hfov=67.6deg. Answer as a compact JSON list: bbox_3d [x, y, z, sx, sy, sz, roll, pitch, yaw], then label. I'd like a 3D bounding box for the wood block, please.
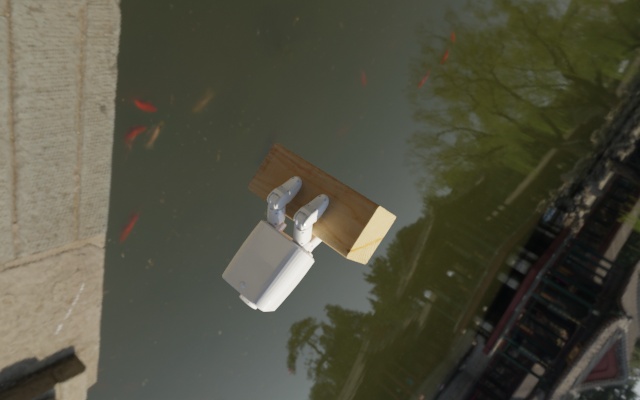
[{"bbox_3d":[0.000,0.003,0.747,0.206,0.090,0.091,33,2,27],"label":"wood block"}]
